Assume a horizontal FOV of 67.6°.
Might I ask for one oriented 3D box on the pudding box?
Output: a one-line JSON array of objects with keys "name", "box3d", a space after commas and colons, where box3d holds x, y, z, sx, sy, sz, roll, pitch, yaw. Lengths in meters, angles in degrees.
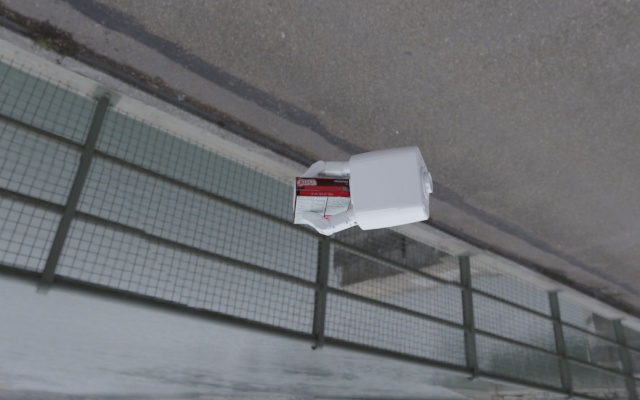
[{"name": "pudding box", "box3d": [0.000, 0.003, 0.788, 0.090, 0.039, 0.114, 3, -28, -5]}]
